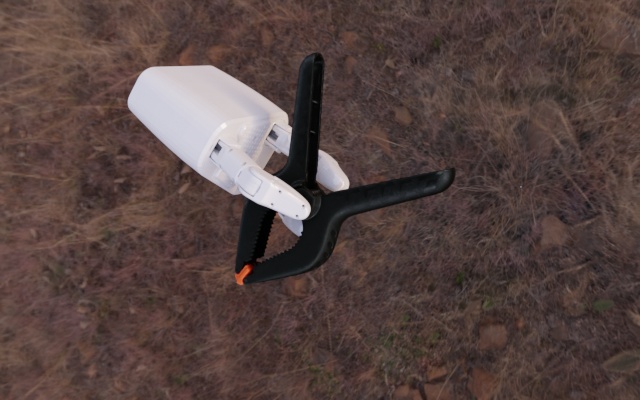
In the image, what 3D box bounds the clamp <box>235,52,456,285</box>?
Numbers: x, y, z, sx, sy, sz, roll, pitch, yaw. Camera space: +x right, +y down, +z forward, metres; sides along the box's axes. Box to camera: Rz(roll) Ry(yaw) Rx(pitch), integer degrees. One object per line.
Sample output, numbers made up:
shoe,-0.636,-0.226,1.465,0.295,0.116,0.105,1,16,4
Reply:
clamp,-0.001,0.002,0.414,0.164,0.210,0.036,38,15,19
